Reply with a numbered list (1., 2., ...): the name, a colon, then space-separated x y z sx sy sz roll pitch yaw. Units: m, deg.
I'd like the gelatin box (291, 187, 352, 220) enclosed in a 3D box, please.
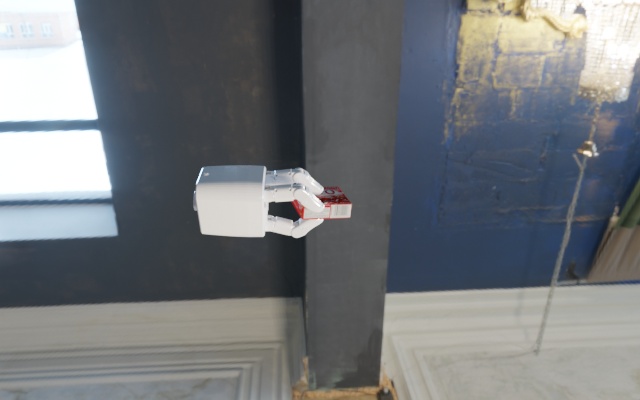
1. gelatin box: 0.000 0.003 0.820 0.089 0.030 0.073 -1 25 -18
